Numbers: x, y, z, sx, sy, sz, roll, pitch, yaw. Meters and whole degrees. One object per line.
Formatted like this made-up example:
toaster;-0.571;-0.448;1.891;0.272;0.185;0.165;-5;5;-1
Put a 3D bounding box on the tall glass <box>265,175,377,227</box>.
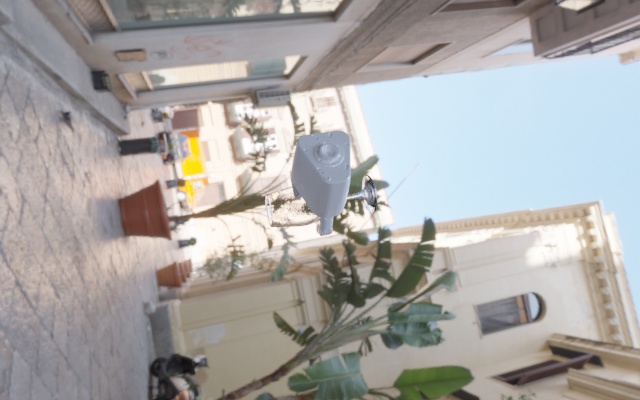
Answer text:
tall glass;0.001;0.003;0.896;0.201;0.079;0.079;-10;2;-14
